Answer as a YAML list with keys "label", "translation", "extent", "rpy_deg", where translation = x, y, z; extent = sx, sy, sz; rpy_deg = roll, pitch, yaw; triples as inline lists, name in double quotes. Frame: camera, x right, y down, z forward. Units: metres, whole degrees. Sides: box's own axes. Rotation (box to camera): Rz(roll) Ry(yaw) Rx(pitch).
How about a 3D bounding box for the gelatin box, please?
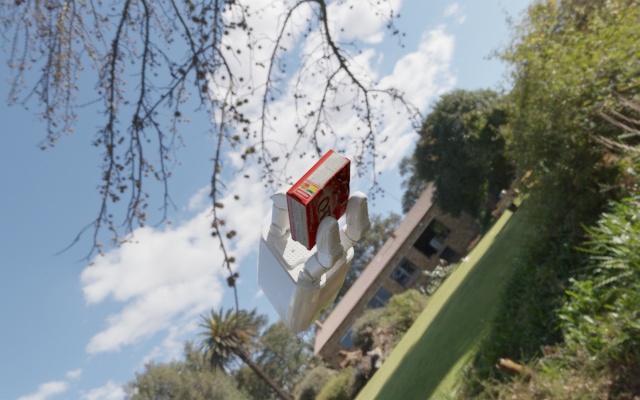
- label: "gelatin box"
  translation: [0.000, 0.001, 0.505]
  extent: [0.030, 0.073, 0.089]
  rpy_deg: [32, -30, 23]
